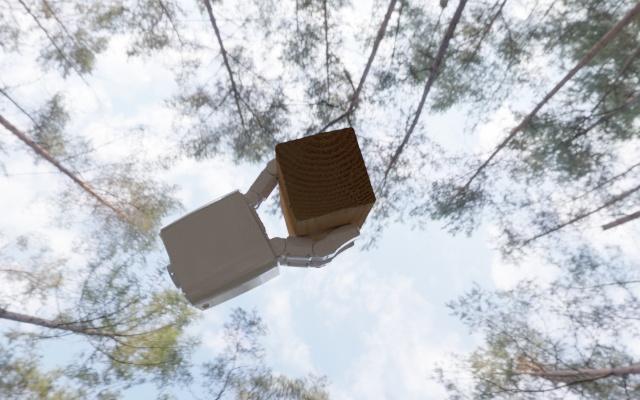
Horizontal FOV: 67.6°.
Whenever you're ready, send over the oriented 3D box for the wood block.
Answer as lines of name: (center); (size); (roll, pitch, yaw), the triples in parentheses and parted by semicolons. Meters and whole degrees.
wood block: (0.000, 0.002, 0.593); (0.090, 0.090, 0.206); (-14, -16, -8)
